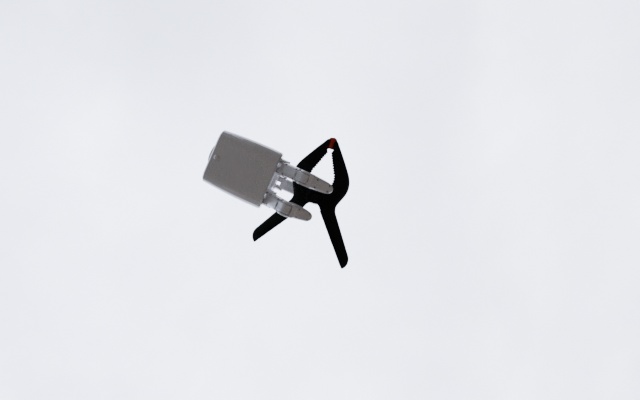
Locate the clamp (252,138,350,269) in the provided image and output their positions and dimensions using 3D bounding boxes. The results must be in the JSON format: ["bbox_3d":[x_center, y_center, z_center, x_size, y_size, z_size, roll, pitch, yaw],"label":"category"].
[{"bbox_3d":[0.000,0.002,0.788,0.164,0.210,0.036,24,4,-1],"label":"clamp"}]
